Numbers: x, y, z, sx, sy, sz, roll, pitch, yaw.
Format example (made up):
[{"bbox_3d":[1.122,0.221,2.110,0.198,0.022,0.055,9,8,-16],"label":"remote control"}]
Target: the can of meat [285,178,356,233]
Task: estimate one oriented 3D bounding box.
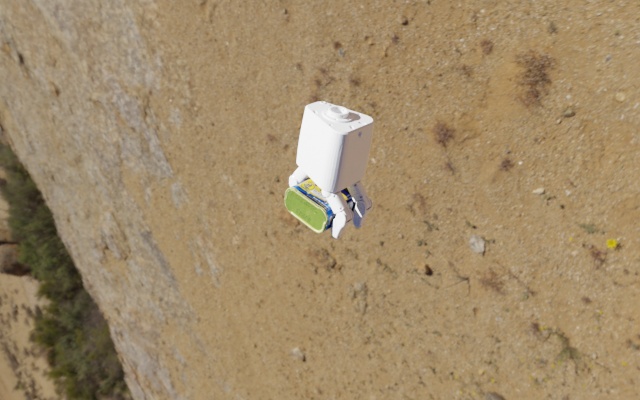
[{"bbox_3d":[0.000,0.003,0.828,0.102,0.057,0.084,35,41,27],"label":"can of meat"}]
